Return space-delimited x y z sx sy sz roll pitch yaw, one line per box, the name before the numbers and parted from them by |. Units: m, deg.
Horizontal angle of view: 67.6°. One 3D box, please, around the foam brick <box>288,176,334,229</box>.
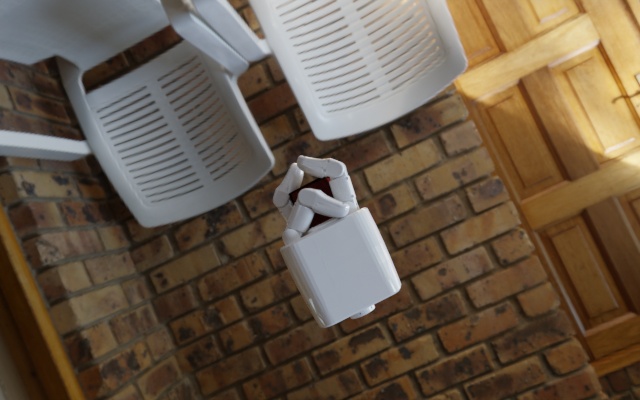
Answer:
foam brick | 0.000 0.002 0.617 0.053 0.051 0.078 -27 -3 12
